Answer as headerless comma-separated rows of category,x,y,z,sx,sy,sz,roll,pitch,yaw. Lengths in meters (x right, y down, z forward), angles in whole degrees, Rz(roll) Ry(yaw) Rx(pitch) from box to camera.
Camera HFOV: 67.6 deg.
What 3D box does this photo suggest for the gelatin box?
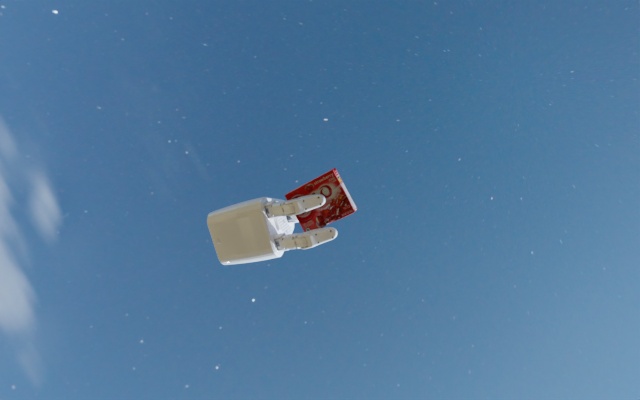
gelatin box,0.001,0.002,0.735,0.089,0.073,0.030,-27,4,15
